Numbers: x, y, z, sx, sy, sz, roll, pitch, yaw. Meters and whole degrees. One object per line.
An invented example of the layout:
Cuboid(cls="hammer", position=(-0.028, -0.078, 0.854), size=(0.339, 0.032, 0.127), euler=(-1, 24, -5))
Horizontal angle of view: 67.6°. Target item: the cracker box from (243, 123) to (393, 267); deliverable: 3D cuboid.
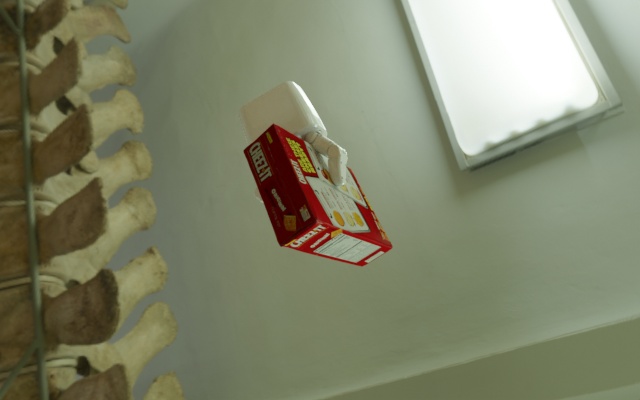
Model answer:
Cuboid(cls="cracker box", position=(0.000, 0.002, 0.696), size=(0.072, 0.164, 0.214), euler=(-37, -31, 21))
